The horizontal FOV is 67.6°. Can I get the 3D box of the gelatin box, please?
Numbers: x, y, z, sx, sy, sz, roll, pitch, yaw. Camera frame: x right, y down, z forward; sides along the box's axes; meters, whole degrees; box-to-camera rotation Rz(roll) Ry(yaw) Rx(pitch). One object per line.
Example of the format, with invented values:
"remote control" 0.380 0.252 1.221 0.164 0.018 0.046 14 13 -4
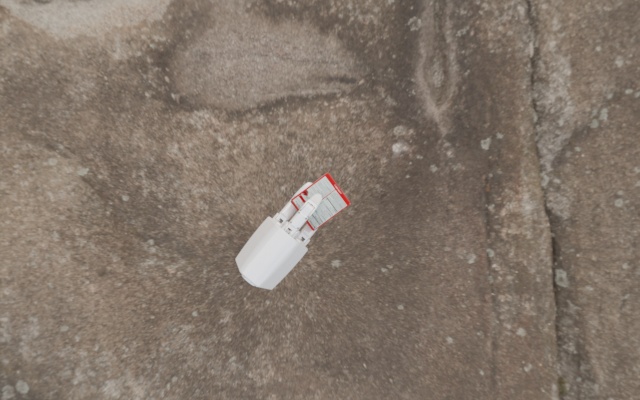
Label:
"gelatin box" 0.000 0.003 0.894 0.089 0.073 0.030 -37 -1 1
